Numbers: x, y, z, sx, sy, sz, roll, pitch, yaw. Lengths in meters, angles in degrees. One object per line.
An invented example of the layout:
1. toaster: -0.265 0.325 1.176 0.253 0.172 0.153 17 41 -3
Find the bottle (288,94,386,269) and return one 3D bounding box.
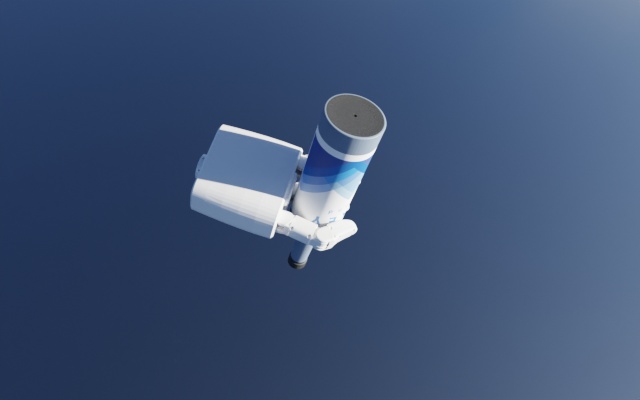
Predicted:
1. bottle: 0.000 0.002 0.595 0.069 0.069 0.296 0 -37 -17
